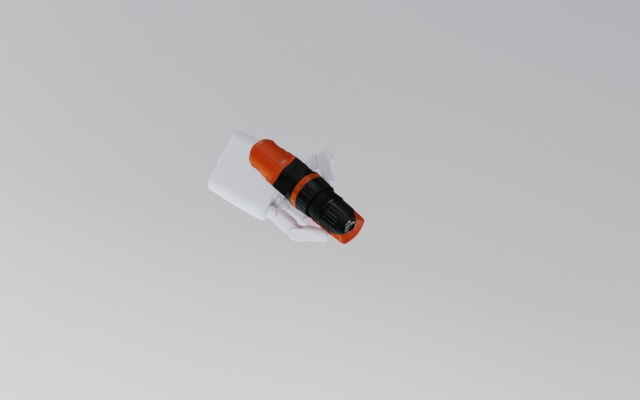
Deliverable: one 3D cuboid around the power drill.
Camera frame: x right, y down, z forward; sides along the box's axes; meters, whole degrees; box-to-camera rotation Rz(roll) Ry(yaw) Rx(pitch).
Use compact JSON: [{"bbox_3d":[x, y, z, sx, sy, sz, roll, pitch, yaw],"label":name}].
[{"bbox_3d":[0.000,0.002,0.672,0.184,0.057,0.188,42,-1,29],"label":"power drill"}]
